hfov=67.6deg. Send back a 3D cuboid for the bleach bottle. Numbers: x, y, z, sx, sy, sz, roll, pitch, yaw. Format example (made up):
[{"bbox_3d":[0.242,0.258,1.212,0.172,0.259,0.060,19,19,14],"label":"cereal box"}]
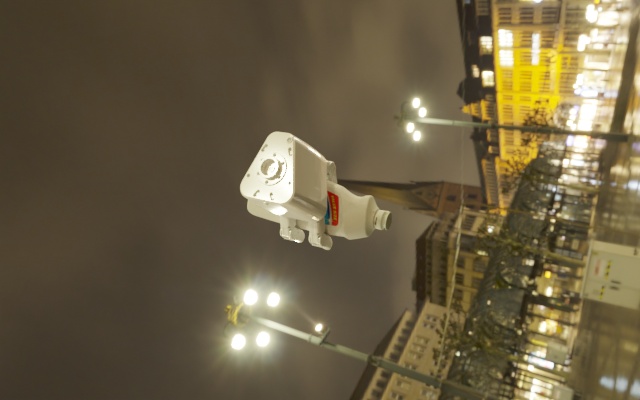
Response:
[{"bbox_3d":[0.000,0.003,0.807,0.251,0.102,0.068,11,-7,27],"label":"bleach bottle"}]
